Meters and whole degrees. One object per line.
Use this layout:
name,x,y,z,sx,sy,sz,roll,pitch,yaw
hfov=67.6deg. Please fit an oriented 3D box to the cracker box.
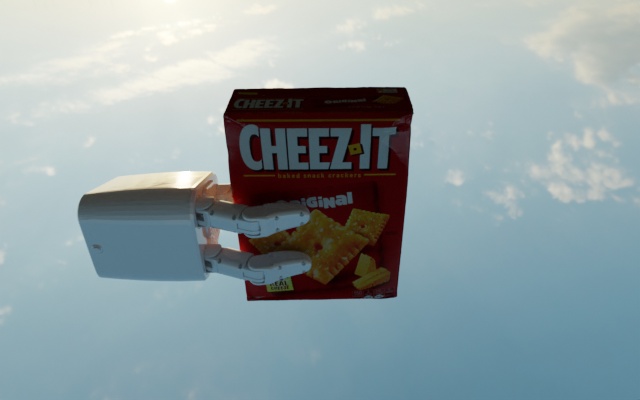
cracker box,0.000,0.002,0.474,0.164,0.214,0.072,-1,32,1
